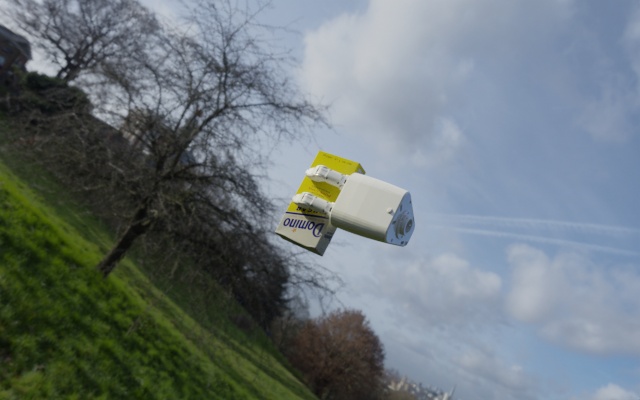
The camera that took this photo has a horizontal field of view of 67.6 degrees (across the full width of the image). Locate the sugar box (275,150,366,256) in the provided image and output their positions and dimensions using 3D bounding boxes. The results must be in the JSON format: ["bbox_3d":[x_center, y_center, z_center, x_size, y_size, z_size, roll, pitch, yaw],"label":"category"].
[{"bbox_3d":[0.000,0.003,0.864,0.093,0.176,0.048,20,-17,30],"label":"sugar box"}]
